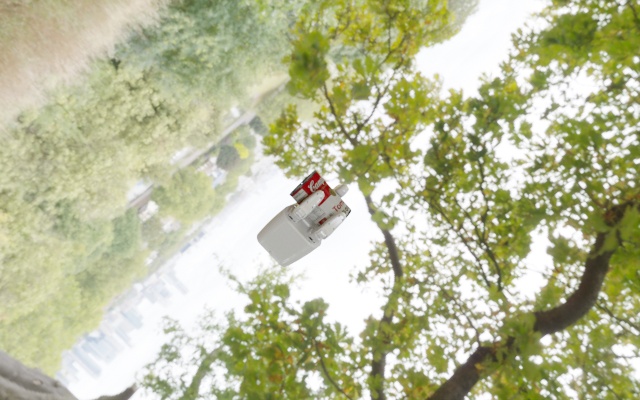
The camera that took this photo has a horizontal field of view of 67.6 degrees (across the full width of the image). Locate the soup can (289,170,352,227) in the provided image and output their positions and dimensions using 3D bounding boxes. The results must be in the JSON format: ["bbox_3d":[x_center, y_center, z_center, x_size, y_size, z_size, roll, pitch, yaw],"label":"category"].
[{"bbox_3d":[0.001,0.003,0.887,0.068,0.102,0.068,-42,6,5],"label":"soup can"}]
